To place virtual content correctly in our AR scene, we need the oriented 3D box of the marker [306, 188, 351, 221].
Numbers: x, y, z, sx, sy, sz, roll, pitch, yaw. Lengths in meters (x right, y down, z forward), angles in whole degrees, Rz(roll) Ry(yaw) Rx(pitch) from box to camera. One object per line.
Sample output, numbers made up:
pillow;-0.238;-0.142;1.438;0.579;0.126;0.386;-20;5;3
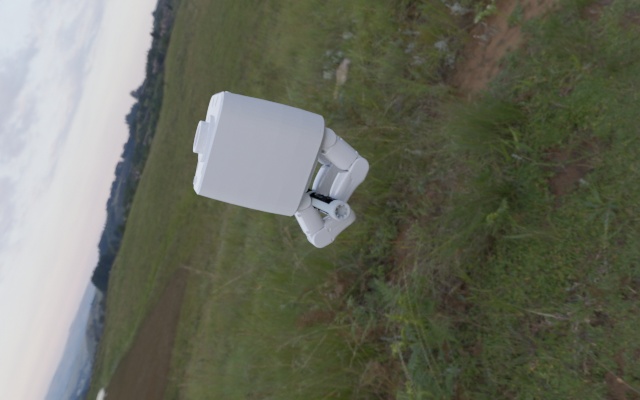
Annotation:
marker;0.000;0.002;0.514;0.020;0.020;0.121;0;9;-20
